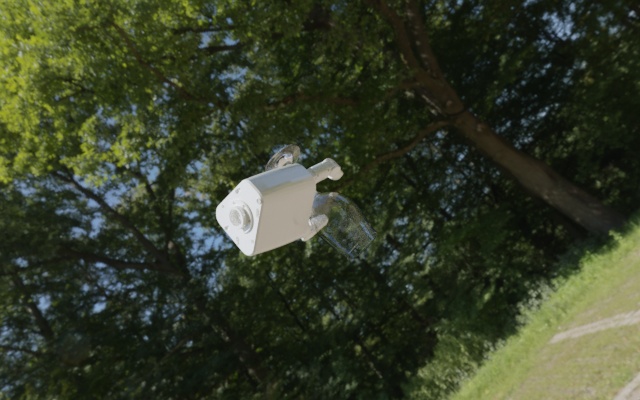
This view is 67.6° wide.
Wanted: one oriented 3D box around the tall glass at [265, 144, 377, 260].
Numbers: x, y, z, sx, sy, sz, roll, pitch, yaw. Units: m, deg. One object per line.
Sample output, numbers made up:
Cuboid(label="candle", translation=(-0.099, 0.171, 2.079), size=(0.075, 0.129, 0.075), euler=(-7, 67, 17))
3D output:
Cuboid(label="tall glass", translation=(0.000, 0.002, 0.763), size=(0.201, 0.079, 0.079), euler=(46, 20, 20))
